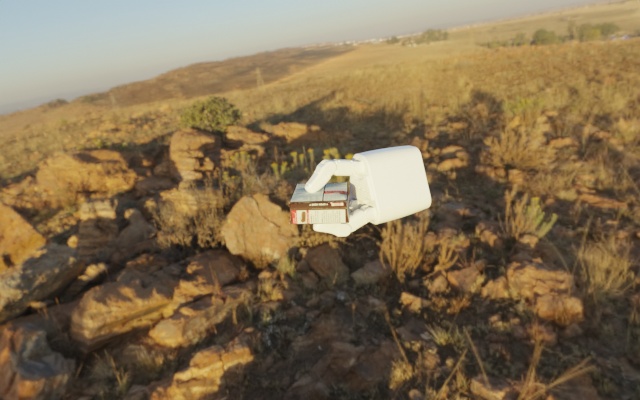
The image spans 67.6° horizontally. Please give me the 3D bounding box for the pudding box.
[{"bbox_3d":[0.000,0.002,0.749,0.090,0.039,0.113,-2,15,4],"label":"pudding box"}]
